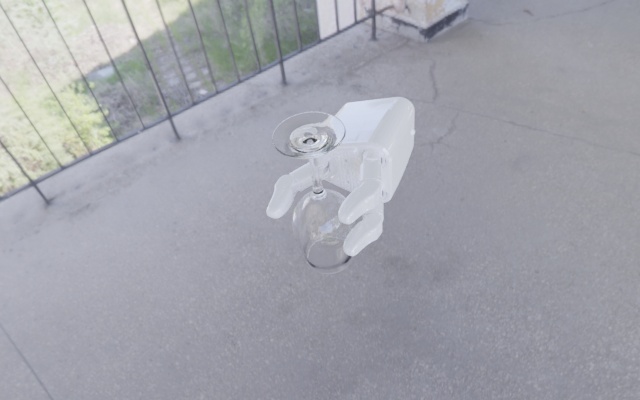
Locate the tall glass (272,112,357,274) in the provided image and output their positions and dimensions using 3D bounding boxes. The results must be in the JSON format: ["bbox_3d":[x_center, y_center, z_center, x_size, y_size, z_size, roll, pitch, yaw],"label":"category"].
[{"bbox_3d":[0.000,0.001,0.547,0.079,0.079,0.201,0,-44,9],"label":"tall glass"}]
